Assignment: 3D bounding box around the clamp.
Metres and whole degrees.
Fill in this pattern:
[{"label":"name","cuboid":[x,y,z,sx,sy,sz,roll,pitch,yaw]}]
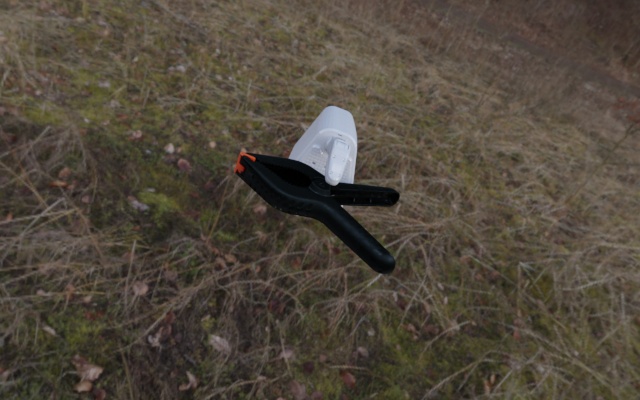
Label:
[{"label":"clamp","cuboid":[0.000,0.001,0.547,0.210,0.036,0.164,20,30,-8]}]
